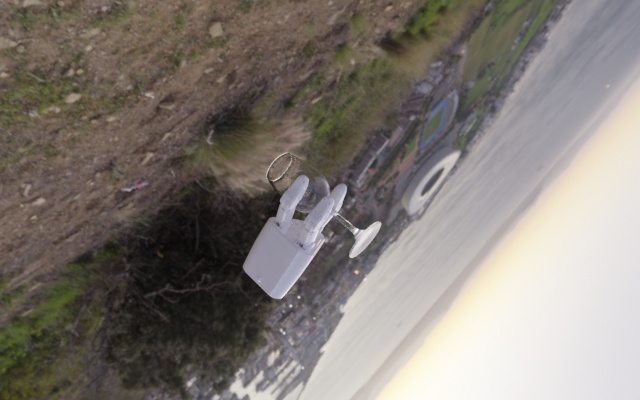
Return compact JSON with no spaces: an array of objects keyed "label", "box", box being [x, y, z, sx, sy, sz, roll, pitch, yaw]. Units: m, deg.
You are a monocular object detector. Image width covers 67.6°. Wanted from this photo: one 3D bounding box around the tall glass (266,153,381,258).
[{"label":"tall glass","box":[0.001,0.003,0.792,0.201,0.079,0.079,40,16,20]}]
